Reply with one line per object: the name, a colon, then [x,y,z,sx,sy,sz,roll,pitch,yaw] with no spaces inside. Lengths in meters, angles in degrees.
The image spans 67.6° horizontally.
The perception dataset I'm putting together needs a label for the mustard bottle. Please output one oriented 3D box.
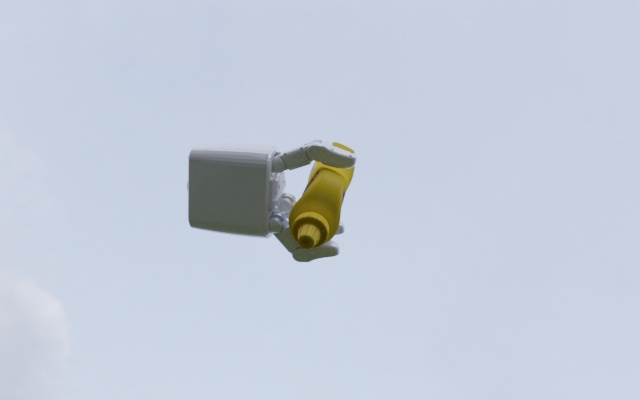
mustard bottle: [0.000,0.002,0.592,0.058,0.096,0.191,26,28,-2]
